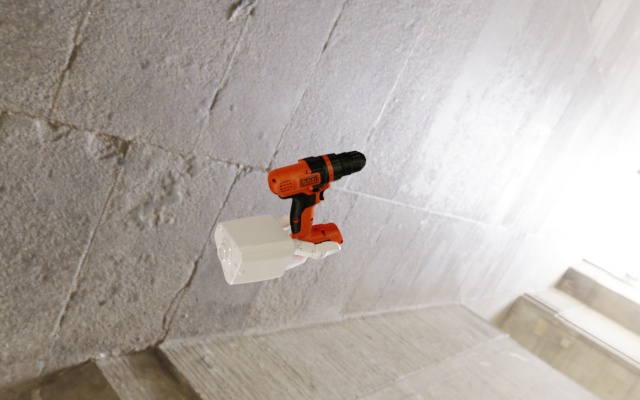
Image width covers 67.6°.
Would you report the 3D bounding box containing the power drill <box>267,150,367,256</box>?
[{"bbox_3d":[0.000,0.003,0.884,0.184,0.188,0.057,-15,34,-15],"label":"power drill"}]
